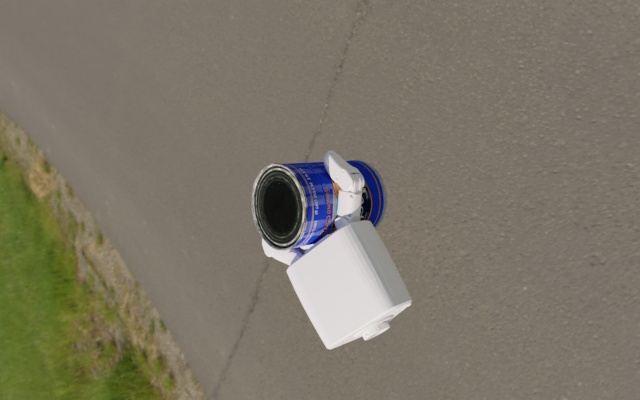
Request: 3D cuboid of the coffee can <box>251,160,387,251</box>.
[{"bbox_3d":[0.000,0.002,0.601,0.140,0.103,0.103,-7,5,-43],"label":"coffee can"}]
